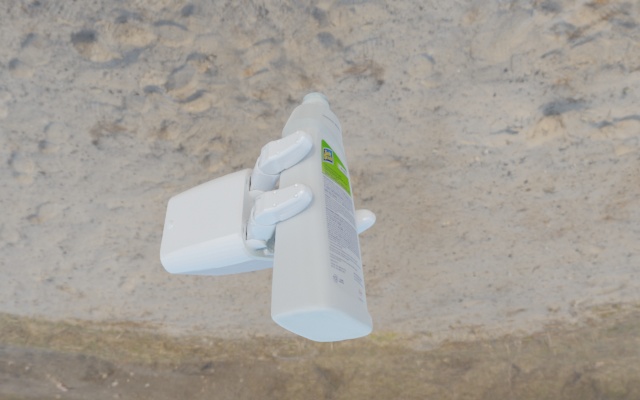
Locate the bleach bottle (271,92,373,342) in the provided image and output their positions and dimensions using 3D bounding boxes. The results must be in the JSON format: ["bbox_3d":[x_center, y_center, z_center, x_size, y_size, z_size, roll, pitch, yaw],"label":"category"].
[{"bbox_3d":[0.000,0.002,0.473,0.068,0.250,0.103,-16,-34,24],"label":"bleach bottle"}]
